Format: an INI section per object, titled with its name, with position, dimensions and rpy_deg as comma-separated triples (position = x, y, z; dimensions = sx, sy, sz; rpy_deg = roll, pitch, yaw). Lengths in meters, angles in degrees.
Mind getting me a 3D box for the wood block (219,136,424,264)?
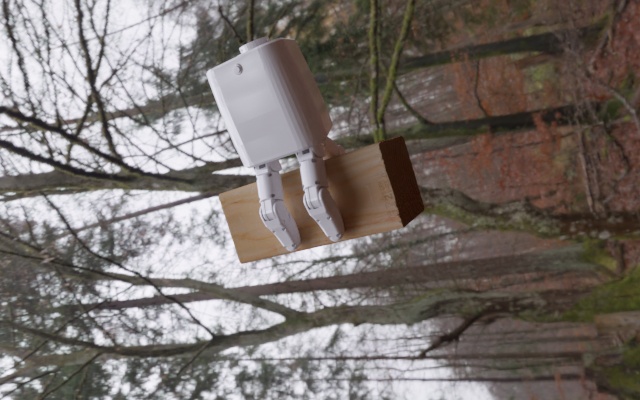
[wood block]
position = 0.000, 0.001, 0.548
dimensions = 0.206, 0.090, 0.091
rpy_deg = -15, 5, 28
